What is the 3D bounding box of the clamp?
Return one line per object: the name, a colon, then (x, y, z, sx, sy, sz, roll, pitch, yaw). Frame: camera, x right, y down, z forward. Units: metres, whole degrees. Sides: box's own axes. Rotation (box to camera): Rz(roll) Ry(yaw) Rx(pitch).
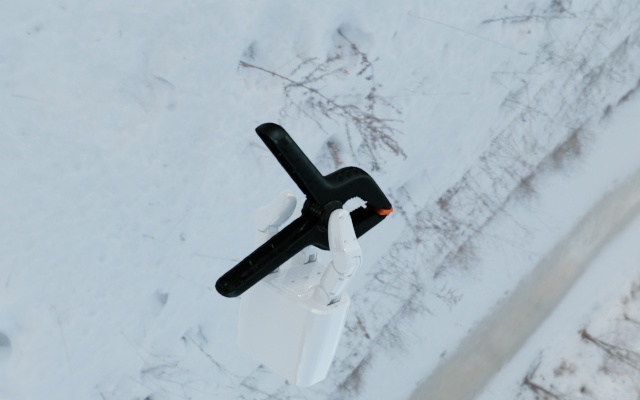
clamp: (0.001, 0.002, 0.467, 0.210, 0.165, 0.036, -10, 34, -42)
